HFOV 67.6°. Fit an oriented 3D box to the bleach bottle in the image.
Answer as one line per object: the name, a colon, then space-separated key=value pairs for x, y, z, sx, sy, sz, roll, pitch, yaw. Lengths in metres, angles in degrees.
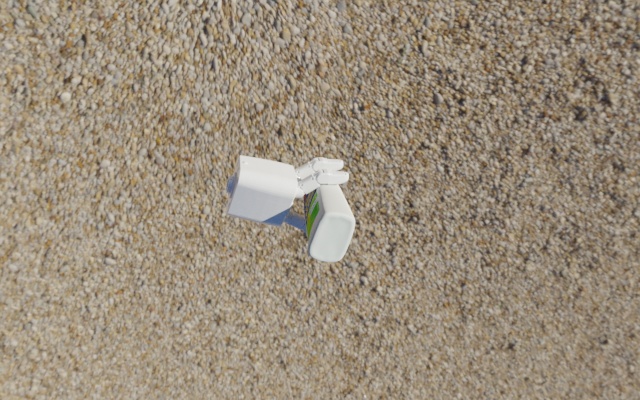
bleach bottle: x=0.000 y=0.003 z=0.900 sx=0.068 sy=0.103 sz=0.250 roll=12 pitch=25 yaw=-17
